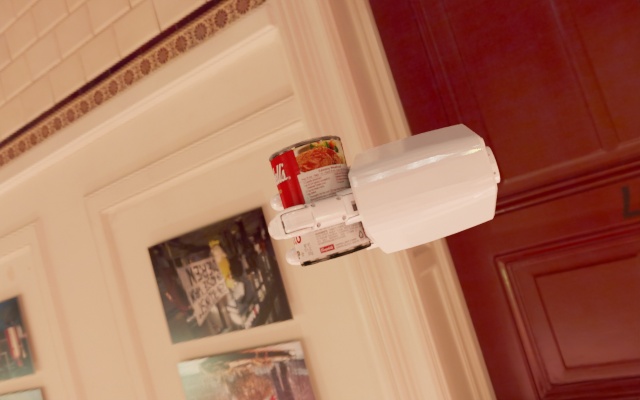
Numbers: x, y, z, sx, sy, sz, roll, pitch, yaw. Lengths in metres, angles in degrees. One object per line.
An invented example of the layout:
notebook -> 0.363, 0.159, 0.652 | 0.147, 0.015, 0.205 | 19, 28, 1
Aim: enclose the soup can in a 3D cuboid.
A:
soup can -> 0.000, 0.002, 0.429 | 0.068, 0.102, 0.068 | -17, -5, -1
